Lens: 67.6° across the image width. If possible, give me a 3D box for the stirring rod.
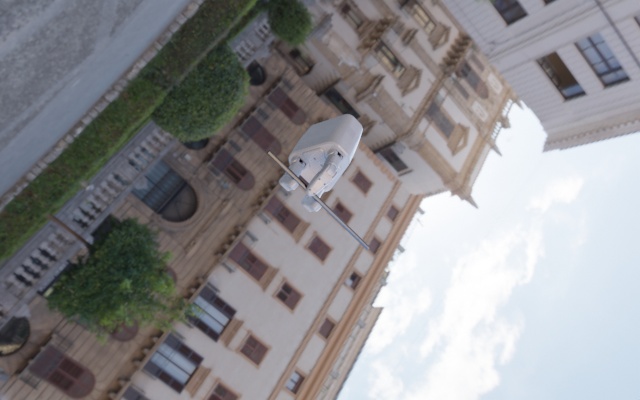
[{"bbox_3d":[0.000,0.002,0.794,0.239,0.011,0.011,44,-16,-17],"label":"stirring rod"}]
